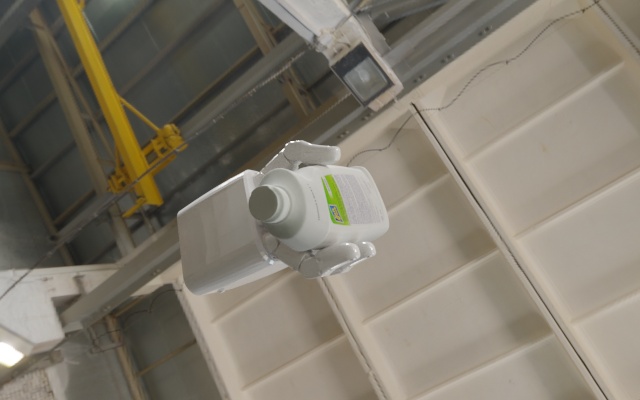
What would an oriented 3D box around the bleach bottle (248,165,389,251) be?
[{"bbox_3d":[0.000,0.002,0.503,0.068,0.102,0.251,-28,-14,20],"label":"bleach bottle"}]
